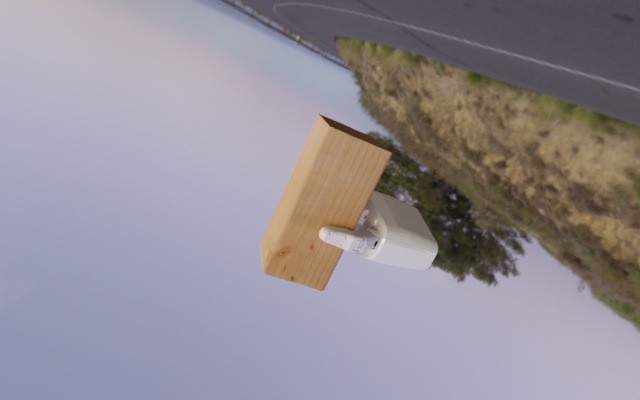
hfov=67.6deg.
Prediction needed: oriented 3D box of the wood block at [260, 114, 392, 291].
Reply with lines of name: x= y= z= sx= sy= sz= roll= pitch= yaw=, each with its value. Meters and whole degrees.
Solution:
wood block: x=0.000 y=0.002 z=0.637 sx=0.090 sy=0.206 sz=0.090 roll=20 pitch=15 yaw=-17
